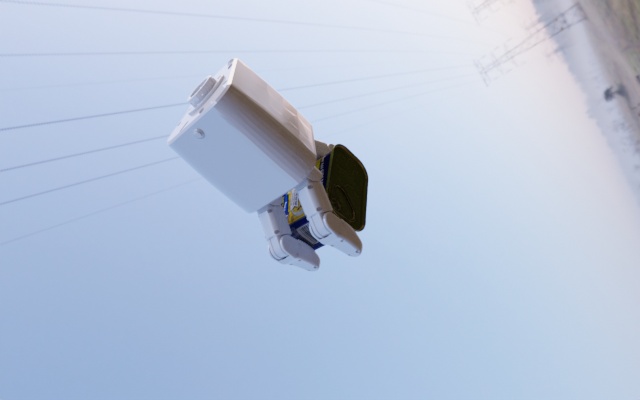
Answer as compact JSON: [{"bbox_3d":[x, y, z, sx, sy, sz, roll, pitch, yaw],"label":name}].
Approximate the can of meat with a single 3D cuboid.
[{"bbox_3d":[0.000,0.002,0.511,0.084,0.102,0.057,-30,-55,33],"label":"can of meat"}]
